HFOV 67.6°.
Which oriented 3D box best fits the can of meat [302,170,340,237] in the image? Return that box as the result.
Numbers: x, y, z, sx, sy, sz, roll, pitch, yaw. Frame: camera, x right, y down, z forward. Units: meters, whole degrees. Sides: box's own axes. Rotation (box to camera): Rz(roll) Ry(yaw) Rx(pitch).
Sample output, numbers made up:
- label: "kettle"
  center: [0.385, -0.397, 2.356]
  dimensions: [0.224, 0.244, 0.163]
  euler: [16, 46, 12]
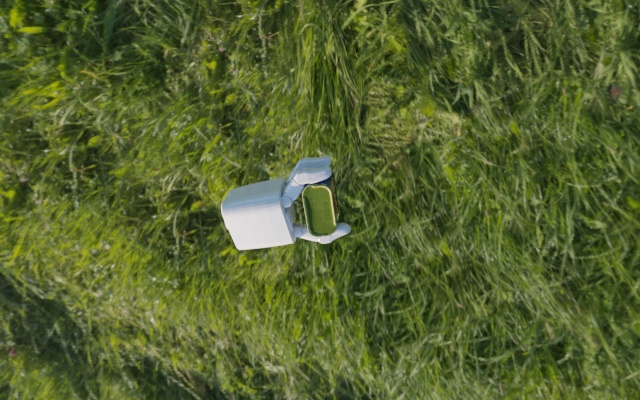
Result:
- label: "can of meat"
  center: [0.000, 0.003, 0.837]
  dimensions: [0.057, 0.102, 0.084]
  euler: [-7, 22, 6]
